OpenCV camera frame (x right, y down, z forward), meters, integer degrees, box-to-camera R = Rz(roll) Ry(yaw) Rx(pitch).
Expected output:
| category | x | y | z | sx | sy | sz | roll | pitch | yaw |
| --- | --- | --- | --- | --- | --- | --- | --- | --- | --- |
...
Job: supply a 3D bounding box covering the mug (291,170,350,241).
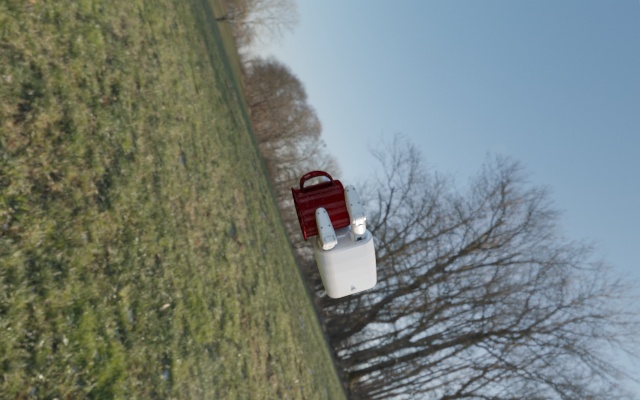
| category | x | y | z | sx | sy | sz | roll | pitch | yaw |
| --- | --- | --- | --- | --- | --- | --- | --- | --- | --- |
| mug | 0.000 | 0.001 | 0.786 | 0.081 | 0.117 | 0.093 | -15 | 30 | -6 |
